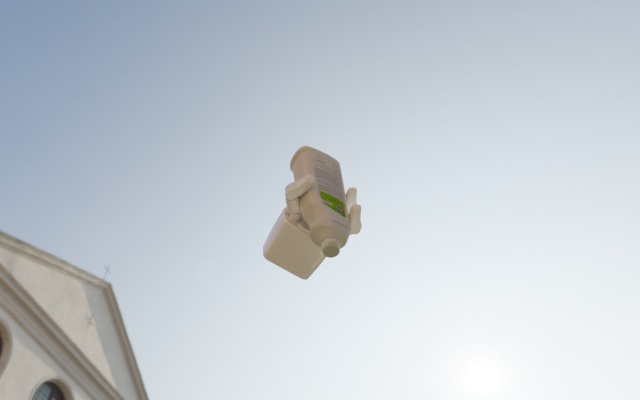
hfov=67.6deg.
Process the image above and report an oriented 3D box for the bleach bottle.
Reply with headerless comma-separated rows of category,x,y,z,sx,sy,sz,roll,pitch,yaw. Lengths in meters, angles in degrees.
bleach bottle,0.000,0.003,0.866,0.102,0.068,0.250,22,33,-21
